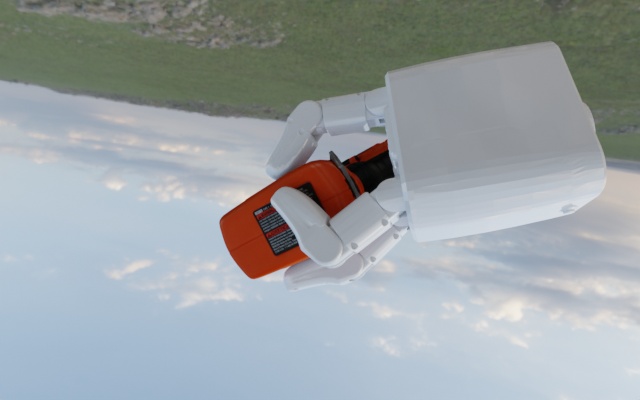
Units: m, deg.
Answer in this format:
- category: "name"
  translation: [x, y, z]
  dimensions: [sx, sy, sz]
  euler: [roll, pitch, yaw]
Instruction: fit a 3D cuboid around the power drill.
- category: "power drill"
  translation: [0.000, 0.001, 0.405]
  dimensions: [0.184, 0.057, 0.187]
  euler: [-30, 1, 28]
